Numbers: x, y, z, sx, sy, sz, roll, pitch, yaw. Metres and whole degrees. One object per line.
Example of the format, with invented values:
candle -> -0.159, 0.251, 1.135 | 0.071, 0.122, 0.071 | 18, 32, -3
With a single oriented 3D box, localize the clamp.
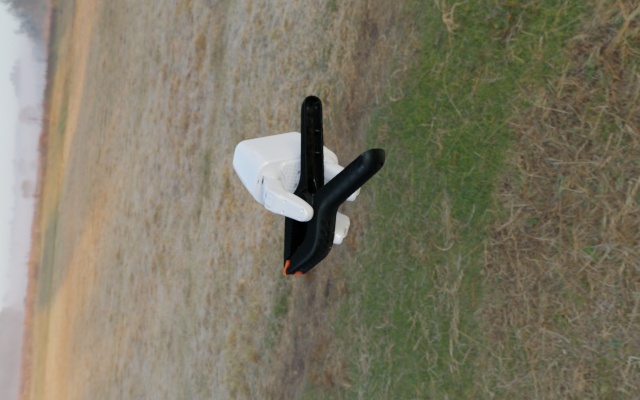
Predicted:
clamp -> -0.001, 0.002, 0.535 | 0.036, 0.210, 0.164 | 3, 21, -29
